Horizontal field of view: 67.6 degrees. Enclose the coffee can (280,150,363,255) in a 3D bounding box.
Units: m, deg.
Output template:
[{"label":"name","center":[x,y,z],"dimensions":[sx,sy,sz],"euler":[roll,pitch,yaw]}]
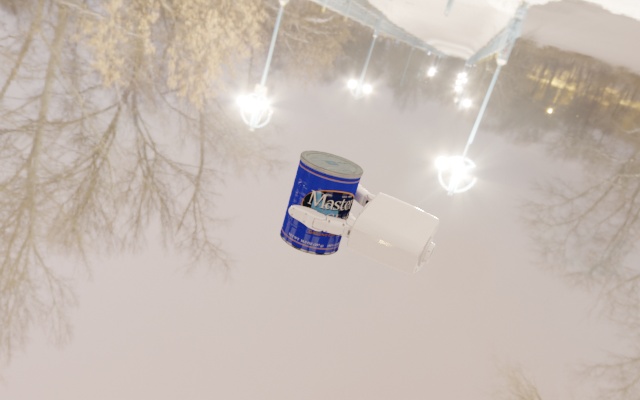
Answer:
[{"label":"coffee can","center":[0.000,0.002,0.772],"dimensions":[0.103,0.140,0.102],"euler":[14,20,-5]}]
